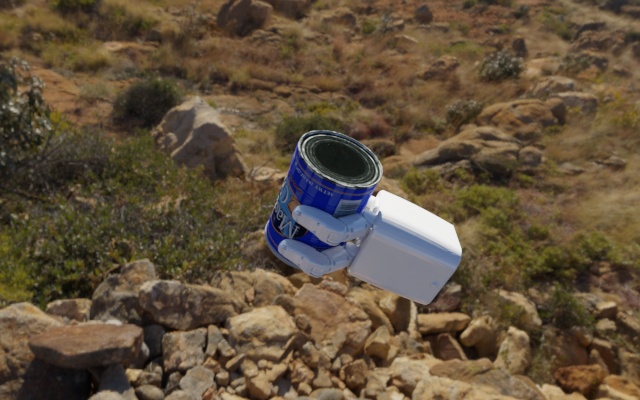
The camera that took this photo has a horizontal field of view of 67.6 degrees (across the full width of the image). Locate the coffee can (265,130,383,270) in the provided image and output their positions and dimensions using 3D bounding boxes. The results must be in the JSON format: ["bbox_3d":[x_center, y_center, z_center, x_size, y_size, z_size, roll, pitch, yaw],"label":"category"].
[{"bbox_3d":[0.000,0.002,0.578,0.103,0.140,0.102,15,38,-12],"label":"coffee can"}]
